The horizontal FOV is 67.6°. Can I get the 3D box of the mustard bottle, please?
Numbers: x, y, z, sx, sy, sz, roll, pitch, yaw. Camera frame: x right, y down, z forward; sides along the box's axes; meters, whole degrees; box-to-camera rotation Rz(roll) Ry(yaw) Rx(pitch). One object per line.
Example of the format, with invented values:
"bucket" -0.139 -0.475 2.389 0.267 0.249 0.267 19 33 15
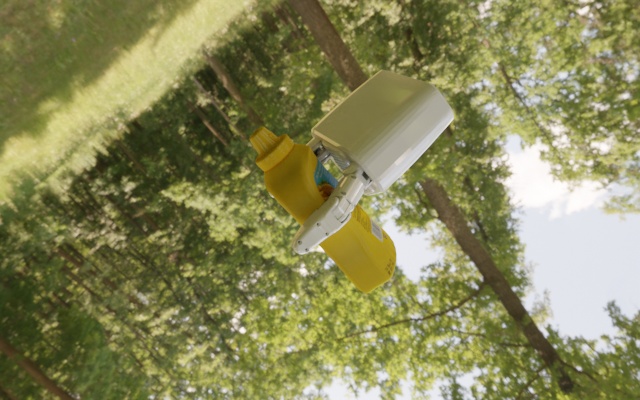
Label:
"mustard bottle" 0.000 0.002 0.484 0.058 0.192 0.096 -35 20 18
